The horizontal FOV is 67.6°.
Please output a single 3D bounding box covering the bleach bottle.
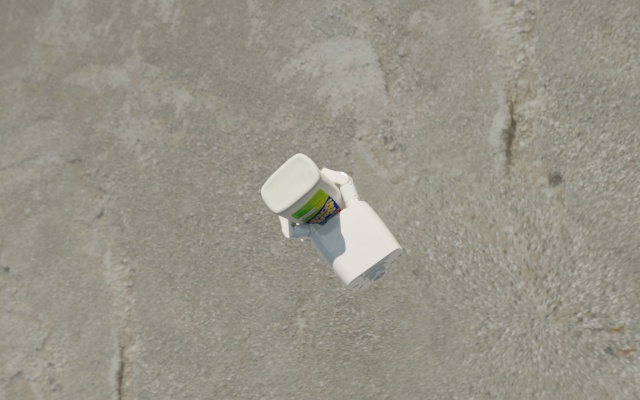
[{"bbox_3d":[0.000,0.003,0.835,0.102,0.068,0.251,-41,-25,10],"label":"bleach bottle"}]
